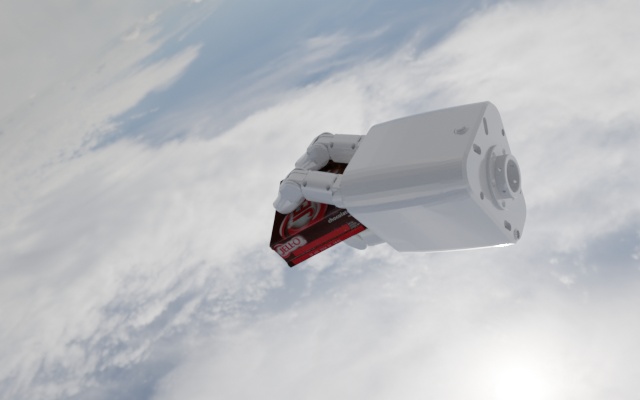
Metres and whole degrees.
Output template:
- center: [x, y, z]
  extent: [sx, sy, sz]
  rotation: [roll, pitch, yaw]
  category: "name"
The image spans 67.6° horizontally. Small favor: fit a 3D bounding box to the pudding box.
- center: [0.000, 0.002, 0.466]
  extent: [0.090, 0.039, 0.113]
  rotation: [-28, 28, 19]
  category: "pudding box"
